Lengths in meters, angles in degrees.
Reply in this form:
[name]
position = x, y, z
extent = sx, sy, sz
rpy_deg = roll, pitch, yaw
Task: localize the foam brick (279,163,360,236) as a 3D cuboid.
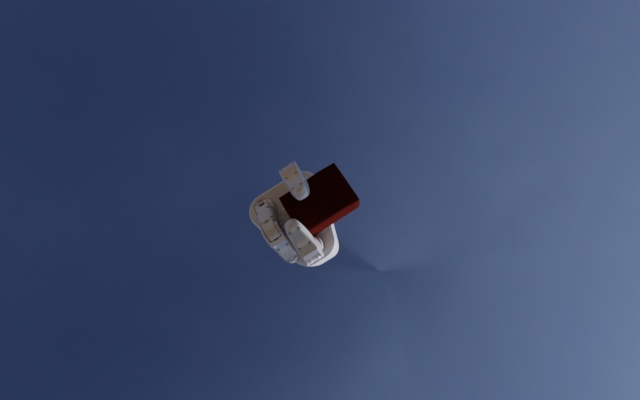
[foam brick]
position = 0.000, 0.002, 0.556
extent = 0.078, 0.053, 0.051
rpy_deg = -32, -12, 2
